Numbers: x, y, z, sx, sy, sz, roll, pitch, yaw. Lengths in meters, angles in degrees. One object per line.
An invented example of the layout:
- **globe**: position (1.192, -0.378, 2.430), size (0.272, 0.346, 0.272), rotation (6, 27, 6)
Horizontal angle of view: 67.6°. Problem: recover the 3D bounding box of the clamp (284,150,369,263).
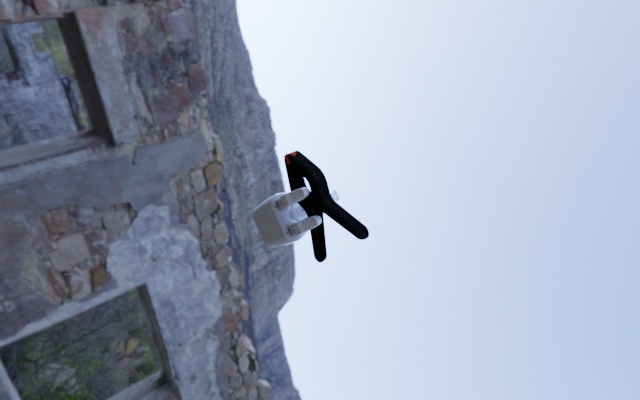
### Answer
- **clamp**: position (0.000, 0.002, 0.853), size (0.036, 0.210, 0.164), rotation (-24, -1, -37)
